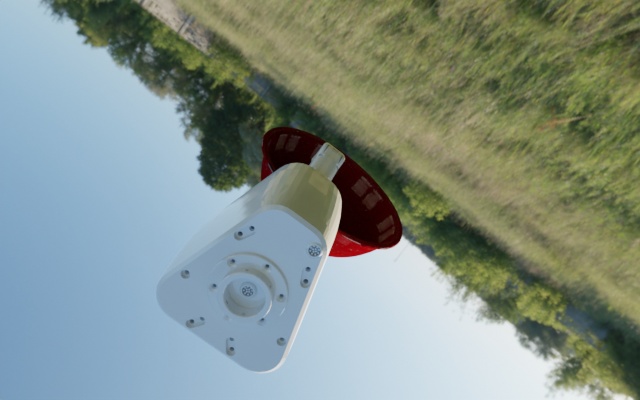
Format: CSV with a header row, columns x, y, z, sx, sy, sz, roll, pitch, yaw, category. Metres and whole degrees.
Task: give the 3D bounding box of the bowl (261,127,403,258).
x,y,z,sx,sy,sz,roll,pitch,yaw,category
0.000,0.001,0.463,0.162,0.162,0.055,0,-44,-52,bowl
